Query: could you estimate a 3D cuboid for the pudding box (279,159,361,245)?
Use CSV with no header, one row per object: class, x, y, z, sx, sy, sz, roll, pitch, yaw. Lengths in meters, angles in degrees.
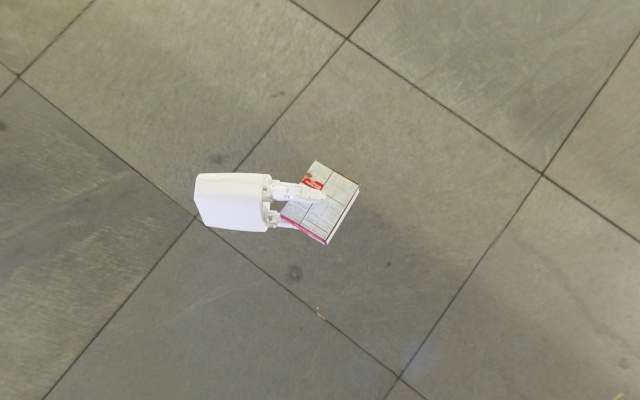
pudding box,0.000,0.002,0.777,0.090,0.113,0.039,31,-10,8
